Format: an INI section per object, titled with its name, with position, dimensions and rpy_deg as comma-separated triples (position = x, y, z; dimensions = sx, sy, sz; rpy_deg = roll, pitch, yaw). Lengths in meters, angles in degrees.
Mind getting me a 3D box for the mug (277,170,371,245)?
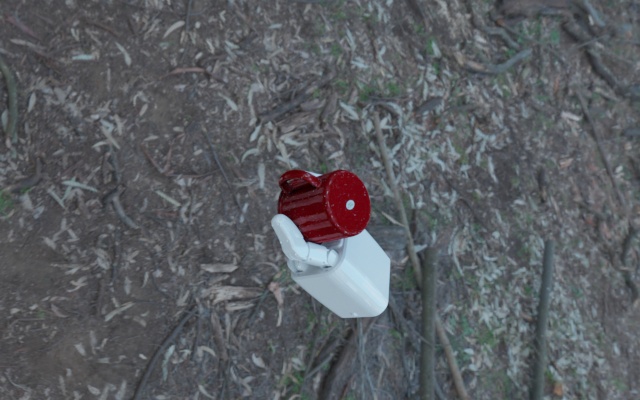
[mug]
position = -0.001, 0.001, 0.584
dimensions = 0.081, 0.093, 0.117
rpy_deg = -15, -50, 44
